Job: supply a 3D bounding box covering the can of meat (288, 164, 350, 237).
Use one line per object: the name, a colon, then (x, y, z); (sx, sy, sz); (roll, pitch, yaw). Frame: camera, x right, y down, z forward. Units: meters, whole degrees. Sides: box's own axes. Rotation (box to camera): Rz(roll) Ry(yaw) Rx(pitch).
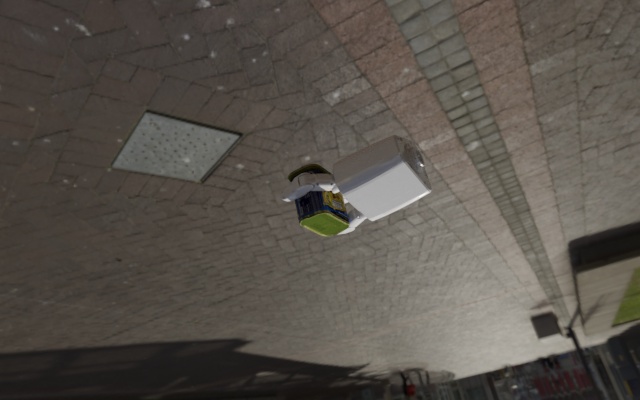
can of meat: (0.000, 0.003, 0.749); (0.057, 0.084, 0.102); (-25, -29, 22)
